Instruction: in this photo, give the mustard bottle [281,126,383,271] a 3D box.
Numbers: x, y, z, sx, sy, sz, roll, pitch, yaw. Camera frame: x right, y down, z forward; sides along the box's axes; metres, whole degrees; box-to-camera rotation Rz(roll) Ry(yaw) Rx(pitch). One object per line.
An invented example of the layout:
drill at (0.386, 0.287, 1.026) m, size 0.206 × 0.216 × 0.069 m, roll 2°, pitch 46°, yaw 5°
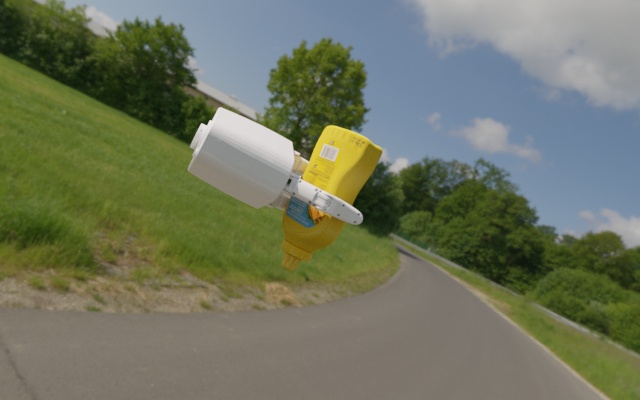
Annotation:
mustard bottle at (0.000, 0.002, 0.615) m, size 0.058 × 0.191 × 0.096 m, roll 27°, pitch 1°, yaw -41°
